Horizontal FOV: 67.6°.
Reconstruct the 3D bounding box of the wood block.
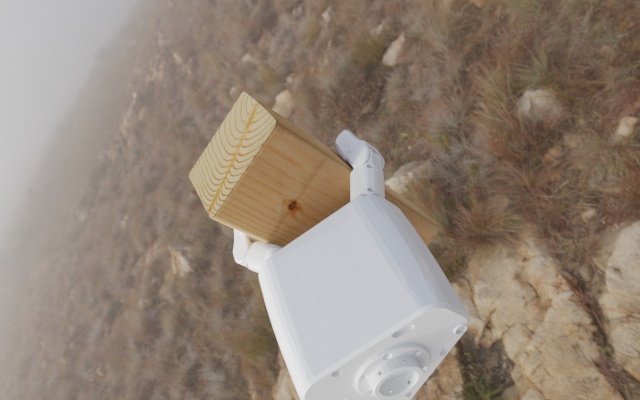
[{"bbox_3d":[0.000,0.001,0.438,0.206,0.091,0.090,30,10,-36],"label":"wood block"}]
